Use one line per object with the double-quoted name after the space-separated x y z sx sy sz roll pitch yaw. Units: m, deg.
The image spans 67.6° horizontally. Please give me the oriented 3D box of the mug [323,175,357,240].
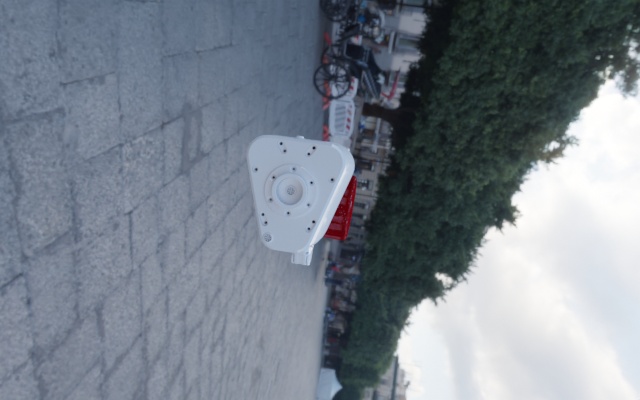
0.000 0.002 0.600 0.081 0.093 0.117 10 6 6 "mug"
